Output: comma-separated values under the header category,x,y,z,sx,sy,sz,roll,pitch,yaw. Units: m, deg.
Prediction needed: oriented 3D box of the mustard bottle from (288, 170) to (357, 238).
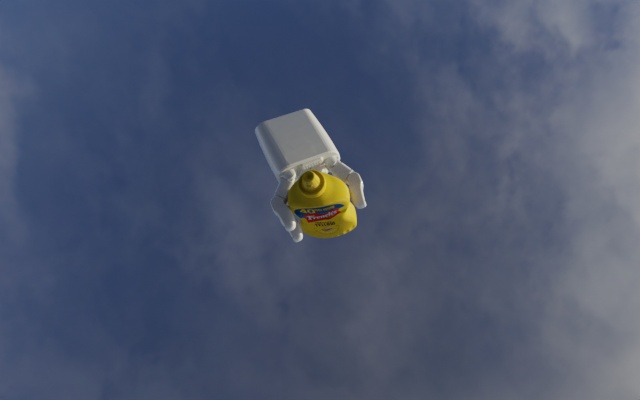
category,x,y,z,sx,sy,sz,roll,pitch,yaw
mustard bottle,0.000,0.003,0.759,0.096,0.058,0.192,-6,-24,9
